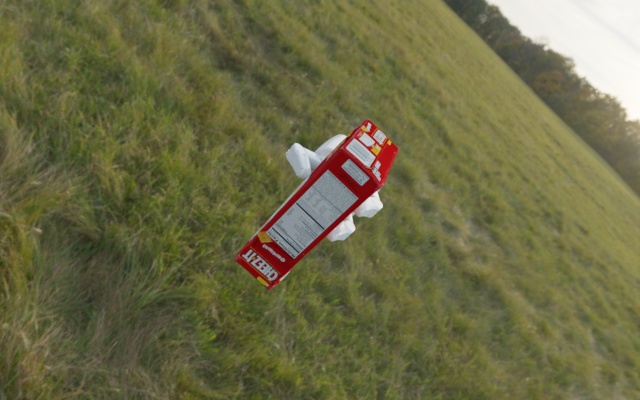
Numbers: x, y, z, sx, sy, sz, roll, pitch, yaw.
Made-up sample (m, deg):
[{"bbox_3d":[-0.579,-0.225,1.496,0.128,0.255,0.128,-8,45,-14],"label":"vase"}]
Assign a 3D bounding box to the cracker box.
[{"bbox_3d":[0.000,0.002,0.638,0.214,0.072,0.164,-45,4,26],"label":"cracker box"}]
